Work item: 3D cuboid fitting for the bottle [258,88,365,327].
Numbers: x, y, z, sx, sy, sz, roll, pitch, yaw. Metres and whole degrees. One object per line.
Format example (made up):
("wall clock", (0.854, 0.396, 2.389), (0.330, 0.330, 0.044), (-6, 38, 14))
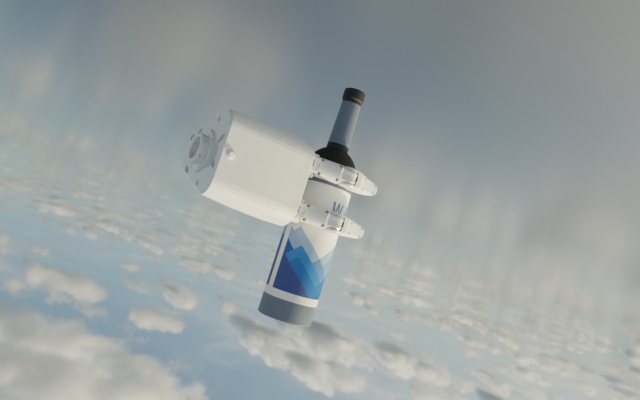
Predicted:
("bottle", (0.000, 0.002, 0.590), (0.069, 0.295, 0.069), (17, -6, 2))
